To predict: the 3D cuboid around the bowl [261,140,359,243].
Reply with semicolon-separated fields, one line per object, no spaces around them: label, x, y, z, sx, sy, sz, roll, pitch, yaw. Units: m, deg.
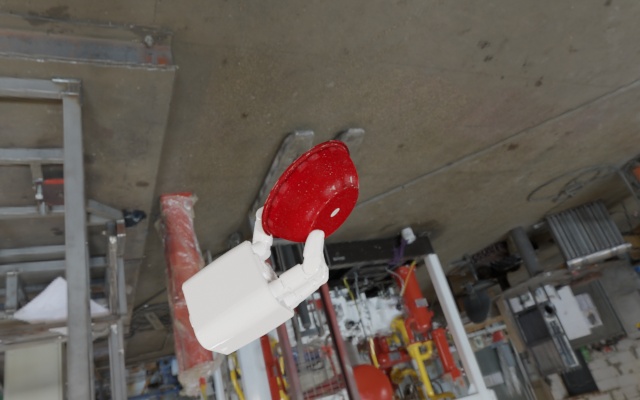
bowl;0.001;0.001;0.632;0.055;0.162;0.162;40;19;24
